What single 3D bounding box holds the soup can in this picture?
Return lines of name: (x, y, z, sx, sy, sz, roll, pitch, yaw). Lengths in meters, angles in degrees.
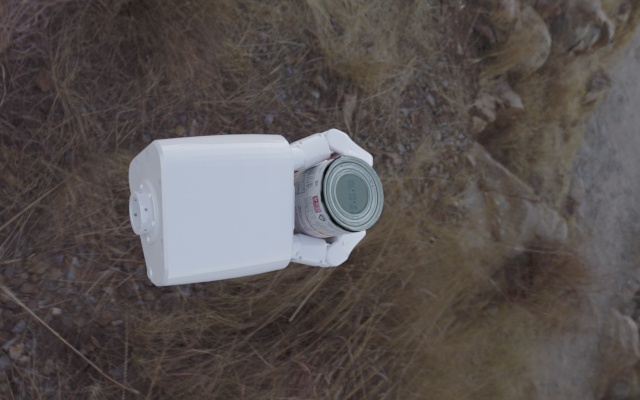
soup can: (0.001, 0.001, 0.441, 0.068, 0.068, 0.102, 0, -9, -35)
